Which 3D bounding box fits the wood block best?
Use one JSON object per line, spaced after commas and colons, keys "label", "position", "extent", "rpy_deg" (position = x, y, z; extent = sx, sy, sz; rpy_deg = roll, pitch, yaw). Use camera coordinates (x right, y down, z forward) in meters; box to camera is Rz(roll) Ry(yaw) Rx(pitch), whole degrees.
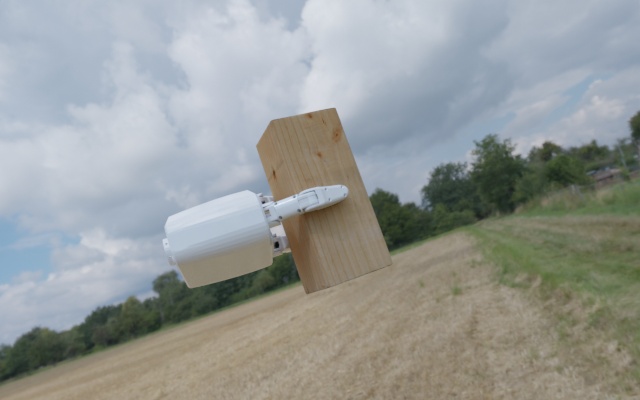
{"label": "wood block", "position": [0.000, 0.002, 0.599], "extent": [0.090, 0.206, 0.091], "rpy_deg": [-16, -9, -24]}
